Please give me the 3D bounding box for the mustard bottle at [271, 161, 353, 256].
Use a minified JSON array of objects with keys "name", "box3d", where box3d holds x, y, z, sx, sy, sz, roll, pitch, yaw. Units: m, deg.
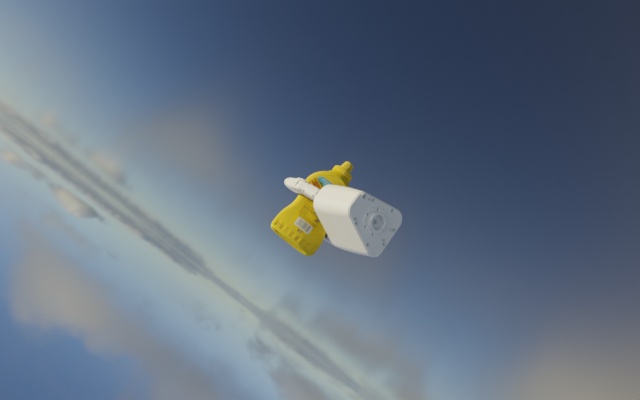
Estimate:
[{"name":"mustard bottle","box3d":[0.000,0.003,0.895,0.096,0.191,0.058,38,-15,-3]}]
